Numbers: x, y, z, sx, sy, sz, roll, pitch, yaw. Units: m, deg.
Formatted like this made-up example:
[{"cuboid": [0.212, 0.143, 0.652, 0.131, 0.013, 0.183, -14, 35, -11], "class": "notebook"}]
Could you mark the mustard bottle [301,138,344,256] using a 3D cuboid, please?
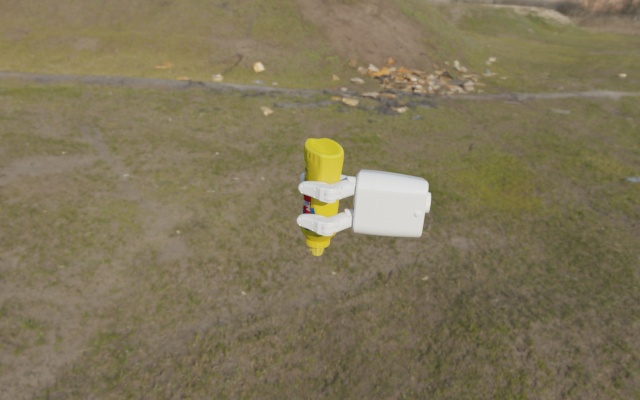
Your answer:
[{"cuboid": [0.000, 0.002, 0.771, 0.058, 0.192, 0.096, -4, 25, -16], "class": "mustard bottle"}]
